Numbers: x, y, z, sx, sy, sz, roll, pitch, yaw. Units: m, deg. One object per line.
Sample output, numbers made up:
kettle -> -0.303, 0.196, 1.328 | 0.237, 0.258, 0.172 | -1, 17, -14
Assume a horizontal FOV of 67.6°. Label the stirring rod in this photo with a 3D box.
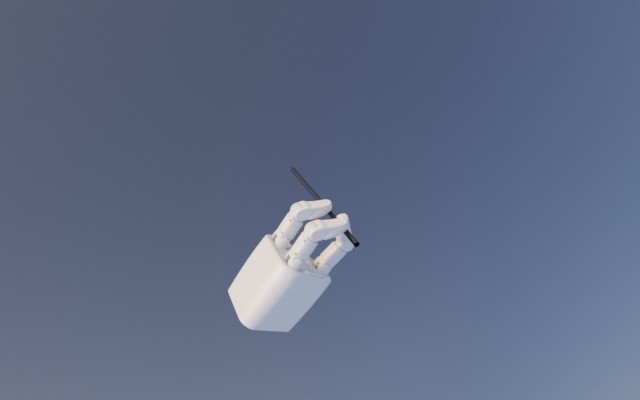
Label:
stirring rod -> 0.000, 0.002, 0.723 | 0.011, 0.011, 0.239 | 0, 28, -27
